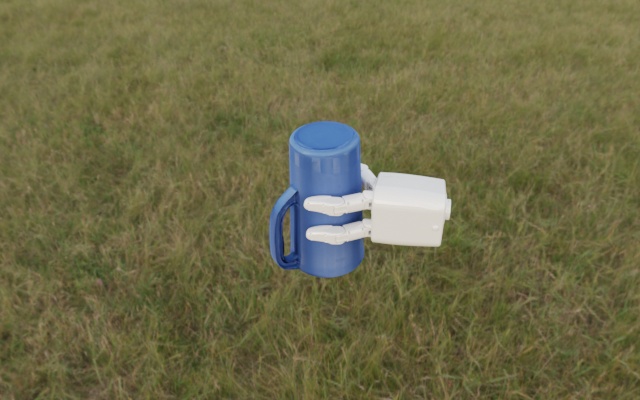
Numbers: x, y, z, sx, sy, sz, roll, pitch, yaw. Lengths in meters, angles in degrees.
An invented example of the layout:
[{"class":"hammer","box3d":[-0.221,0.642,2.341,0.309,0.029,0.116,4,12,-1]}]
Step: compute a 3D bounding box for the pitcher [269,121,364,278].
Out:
[{"class":"pitcher","box3d":[0.000,0.003,0.783,0.145,0.243,0.149,7,37,12]}]
